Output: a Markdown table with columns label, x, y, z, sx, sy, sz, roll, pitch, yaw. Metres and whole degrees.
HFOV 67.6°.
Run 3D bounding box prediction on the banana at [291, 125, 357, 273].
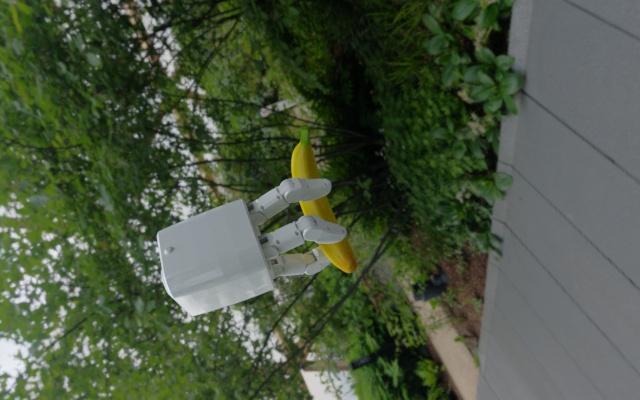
| label | x | y | z | sx | sy | sz | roll | pitch | yaw |
| --- | --- | --- | --- | --- | --- | --- | --- | --- | --- |
| banana | -0.003 | 0.006 | 0.602 | 0.037 | 0.197 | 0.070 | -16 | -19 | -12 |
